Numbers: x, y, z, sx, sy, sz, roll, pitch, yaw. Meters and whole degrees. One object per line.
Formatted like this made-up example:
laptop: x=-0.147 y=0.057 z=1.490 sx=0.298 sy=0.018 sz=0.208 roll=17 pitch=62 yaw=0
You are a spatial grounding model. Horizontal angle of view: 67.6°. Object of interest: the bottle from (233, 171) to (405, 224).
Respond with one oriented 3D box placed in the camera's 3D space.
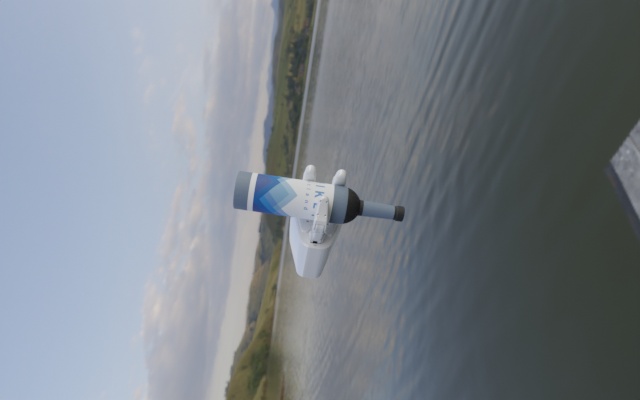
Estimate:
bottle: x=0.000 y=0.003 z=0.834 sx=0.296 sy=0.069 sz=0.069 roll=8 pitch=-1 yaw=-3
